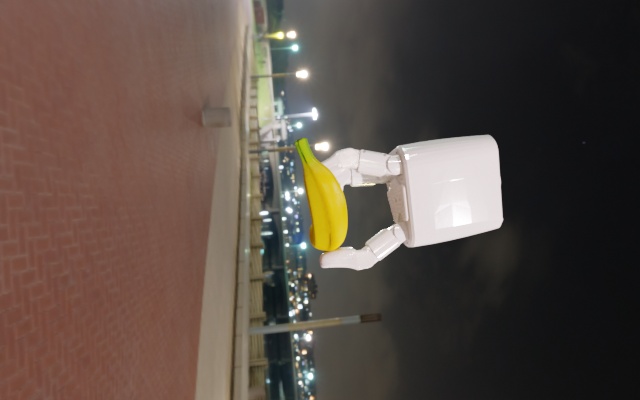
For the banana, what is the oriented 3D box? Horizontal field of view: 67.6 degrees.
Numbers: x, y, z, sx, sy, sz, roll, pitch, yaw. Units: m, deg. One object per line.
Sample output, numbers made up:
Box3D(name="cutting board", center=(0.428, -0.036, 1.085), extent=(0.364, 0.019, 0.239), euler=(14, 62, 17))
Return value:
Box3D(name="banana", center=(0.005, 0.016, 0.500), extent=(0.037, 0.069, 0.198), euler=(-14, -29, -6))
